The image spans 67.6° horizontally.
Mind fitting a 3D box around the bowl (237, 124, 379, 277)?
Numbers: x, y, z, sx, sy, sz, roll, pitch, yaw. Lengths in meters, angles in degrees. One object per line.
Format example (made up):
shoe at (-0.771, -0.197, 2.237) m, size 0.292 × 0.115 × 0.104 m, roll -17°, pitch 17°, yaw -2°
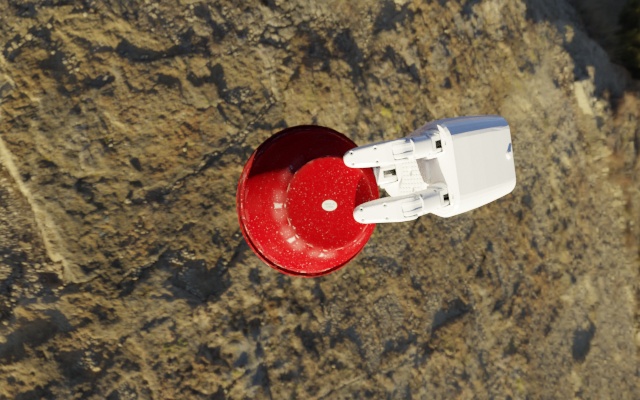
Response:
bowl at (-0.001, 0.002, 0.481) m, size 0.162 × 0.162 × 0.055 m, roll 0°, pitch 2°, yaw -22°
